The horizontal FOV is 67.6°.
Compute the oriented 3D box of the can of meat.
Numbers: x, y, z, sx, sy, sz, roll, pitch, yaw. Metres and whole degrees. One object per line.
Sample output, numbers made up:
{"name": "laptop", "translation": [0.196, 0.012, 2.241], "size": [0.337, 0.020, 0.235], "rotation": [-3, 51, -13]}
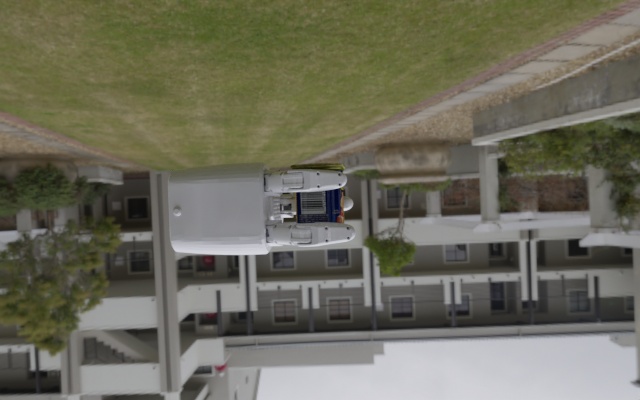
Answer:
{"name": "can of meat", "translation": [0.000, 0.002, 0.545], "size": [0.057, 0.084, 0.102], "rotation": [-2, 1, 4]}
